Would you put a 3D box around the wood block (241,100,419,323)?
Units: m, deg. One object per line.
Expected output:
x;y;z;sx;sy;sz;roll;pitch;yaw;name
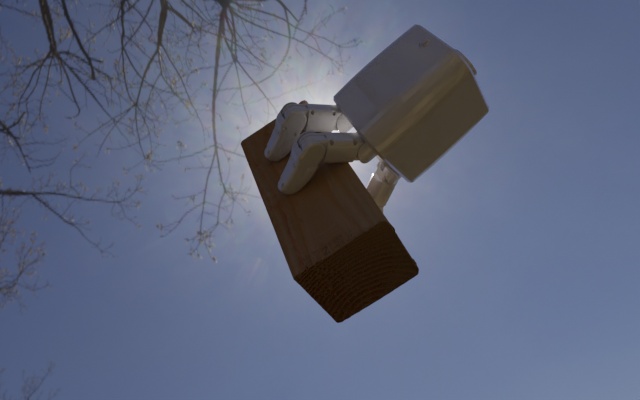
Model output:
0.001;0.001;0.473;0.090;0.206;0.091;-33;-47;5;wood block
